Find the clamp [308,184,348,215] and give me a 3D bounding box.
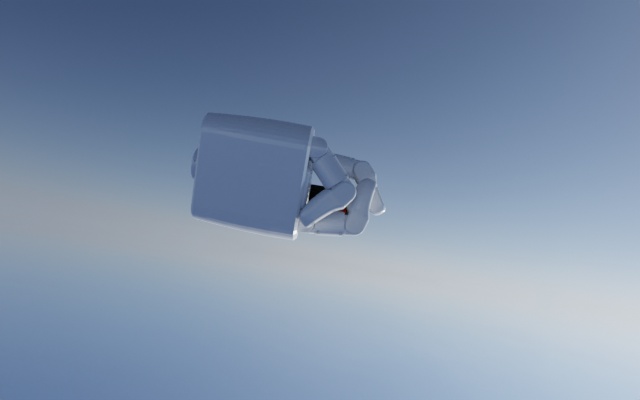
[{"bbox_3d":[0.000,0.002,0.572,0.120,0.039,0.171,10,-7,0],"label":"clamp"}]
